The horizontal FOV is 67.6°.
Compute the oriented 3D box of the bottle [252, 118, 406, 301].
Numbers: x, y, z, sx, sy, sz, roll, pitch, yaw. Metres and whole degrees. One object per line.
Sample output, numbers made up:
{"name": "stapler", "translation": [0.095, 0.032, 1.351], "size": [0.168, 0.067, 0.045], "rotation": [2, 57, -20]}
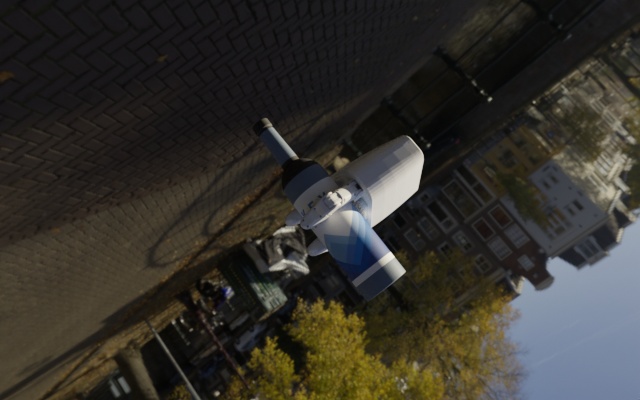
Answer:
{"name": "bottle", "translation": [0.000, 0.002, 0.670], "size": [0.069, 0.295, 0.069], "rotation": [-36, -11, -8]}
